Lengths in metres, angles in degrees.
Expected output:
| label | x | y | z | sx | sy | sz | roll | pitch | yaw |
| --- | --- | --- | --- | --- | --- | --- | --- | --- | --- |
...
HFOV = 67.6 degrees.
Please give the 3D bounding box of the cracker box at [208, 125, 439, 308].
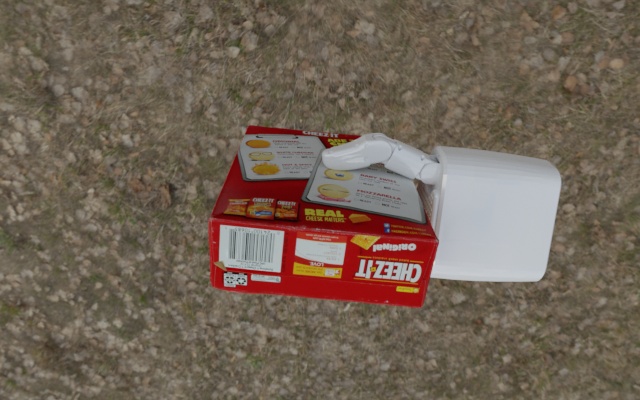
| label | x | y | z | sx | sy | sz | roll | pitch | yaw |
| --- | --- | --- | --- | --- | --- | --- | --- | --- | --- |
| cracker box | 0.000 | 0.001 | 0.437 | 0.164 | 0.072 | 0.213 | 5 | 26 | -3 |
